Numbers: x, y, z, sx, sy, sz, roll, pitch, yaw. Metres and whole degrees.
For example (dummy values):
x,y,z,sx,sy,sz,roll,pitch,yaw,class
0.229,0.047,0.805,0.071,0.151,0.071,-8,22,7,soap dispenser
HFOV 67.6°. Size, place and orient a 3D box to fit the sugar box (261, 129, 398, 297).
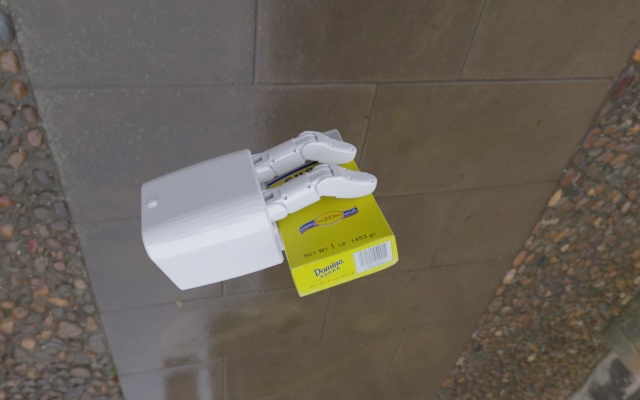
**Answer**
x,y,z,sx,sy,sz,roll,pitch,yaw,class
0.000,0.001,0.465,0.093,0.048,0.176,-18,44,-5,sugar box
